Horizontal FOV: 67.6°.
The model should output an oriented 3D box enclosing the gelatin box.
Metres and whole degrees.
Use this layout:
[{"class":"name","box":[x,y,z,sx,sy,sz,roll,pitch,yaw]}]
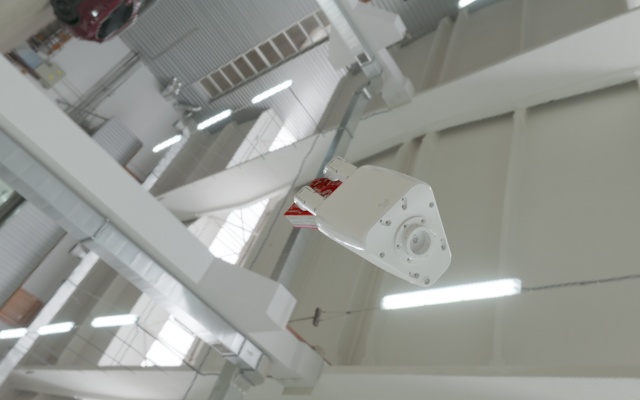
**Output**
[{"class":"gelatin box","box":[0.000,0.002,0.643,0.030,0.073,0.089,49,-24,-21]}]
